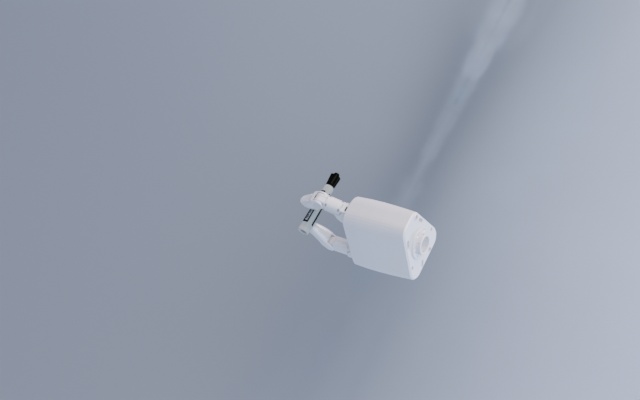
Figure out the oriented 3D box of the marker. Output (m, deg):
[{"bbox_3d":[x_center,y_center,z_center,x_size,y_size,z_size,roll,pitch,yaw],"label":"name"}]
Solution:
[{"bbox_3d":[0.000,0.003,0.795,0.020,0.121,0.020,26,-23,12],"label":"marker"}]
